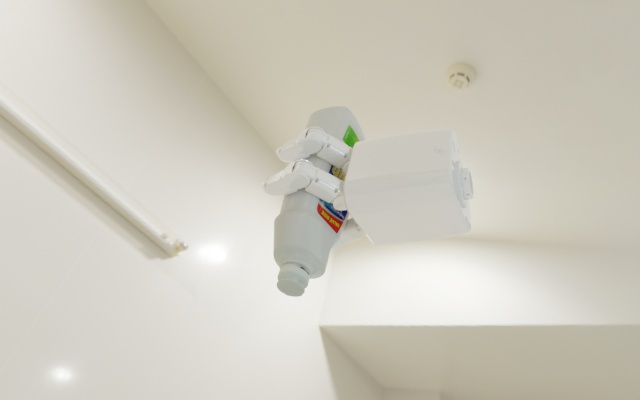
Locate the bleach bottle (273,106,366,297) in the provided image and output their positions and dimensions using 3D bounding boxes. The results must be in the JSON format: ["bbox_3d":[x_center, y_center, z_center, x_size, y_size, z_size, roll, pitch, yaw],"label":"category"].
[{"bbox_3d":[0.000,0.002,0.544,0.068,0.250,0.103,-8,-48,23],"label":"bleach bottle"}]
